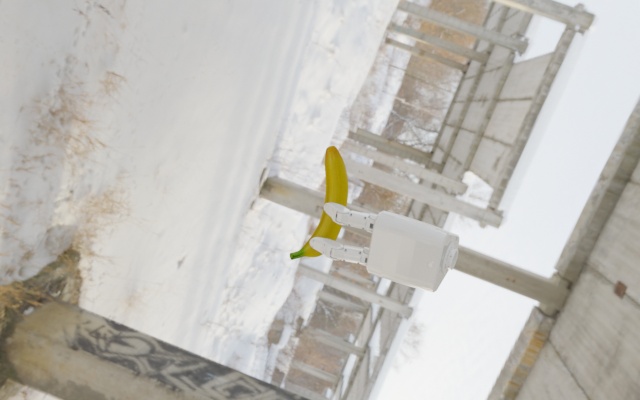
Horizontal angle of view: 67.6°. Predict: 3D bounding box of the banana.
[{"bbox_3d":[0.013,0.012,0.784,0.070,0.198,0.037,23,-9,-38],"label":"banana"}]
